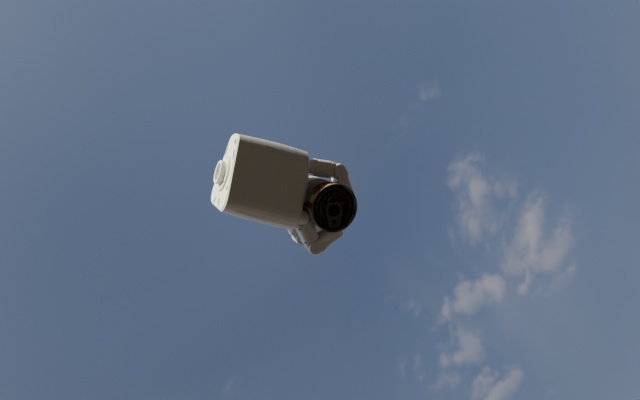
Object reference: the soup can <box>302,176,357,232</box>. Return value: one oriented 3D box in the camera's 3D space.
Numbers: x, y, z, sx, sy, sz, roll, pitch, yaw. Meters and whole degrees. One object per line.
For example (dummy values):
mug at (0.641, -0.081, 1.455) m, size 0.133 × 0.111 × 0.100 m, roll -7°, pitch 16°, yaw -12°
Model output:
soup can at (0.000, 0.002, 0.695) m, size 0.068 × 0.068 × 0.102 m, roll 0°, pitch 10°, yaw -24°
